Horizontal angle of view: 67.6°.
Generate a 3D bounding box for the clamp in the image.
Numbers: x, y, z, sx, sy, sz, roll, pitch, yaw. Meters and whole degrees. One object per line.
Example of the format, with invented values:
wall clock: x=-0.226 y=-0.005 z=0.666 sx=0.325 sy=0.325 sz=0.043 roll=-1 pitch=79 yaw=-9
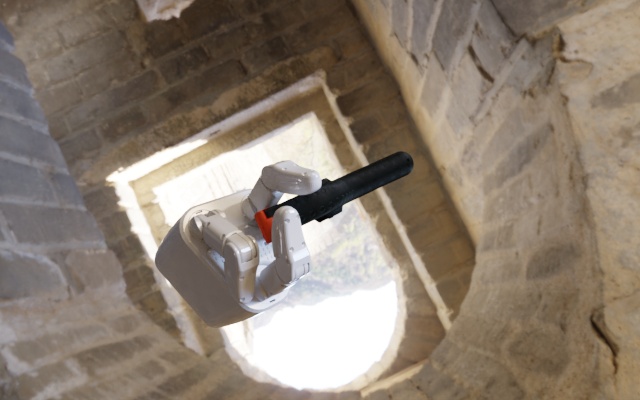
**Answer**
clamp: x=0.000 y=0.002 z=0.457 sx=0.171 sy=0.039 sz=0.120 roll=-21 pitch=-9 yaw=-39
